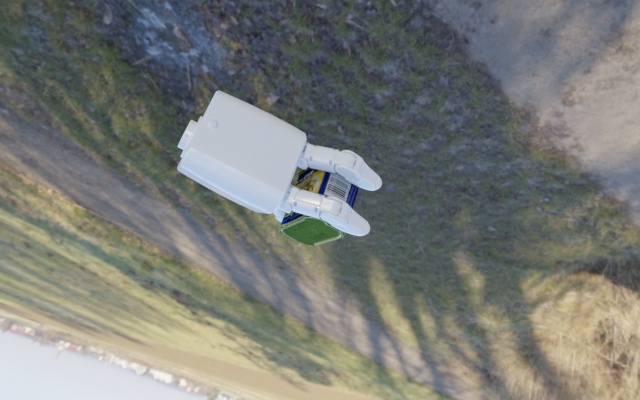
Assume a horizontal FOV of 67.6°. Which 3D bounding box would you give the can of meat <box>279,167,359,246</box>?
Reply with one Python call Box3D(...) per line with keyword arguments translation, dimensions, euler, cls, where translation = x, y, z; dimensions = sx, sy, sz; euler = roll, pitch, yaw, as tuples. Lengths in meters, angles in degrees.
Box3D(translation=(0.000, 0.002, 0.561), dimensions=(0.057, 0.084, 0.102), euler=(28, -25, -20), cls="can of meat")
